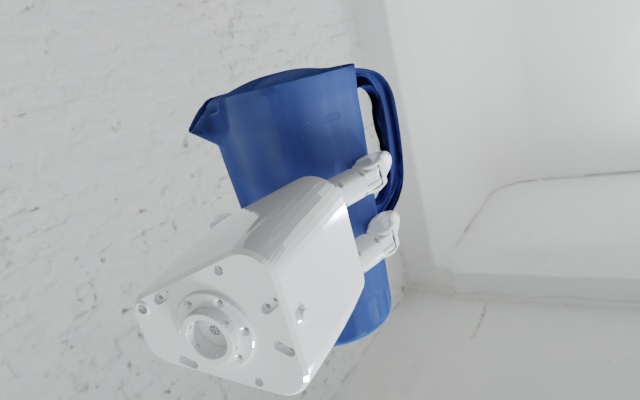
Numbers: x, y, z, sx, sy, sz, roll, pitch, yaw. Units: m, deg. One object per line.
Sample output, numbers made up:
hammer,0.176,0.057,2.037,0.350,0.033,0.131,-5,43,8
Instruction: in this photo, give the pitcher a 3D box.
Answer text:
pitcher,0.000,0.002,0.441,0.149,0.243,0.145,-8,18,21
